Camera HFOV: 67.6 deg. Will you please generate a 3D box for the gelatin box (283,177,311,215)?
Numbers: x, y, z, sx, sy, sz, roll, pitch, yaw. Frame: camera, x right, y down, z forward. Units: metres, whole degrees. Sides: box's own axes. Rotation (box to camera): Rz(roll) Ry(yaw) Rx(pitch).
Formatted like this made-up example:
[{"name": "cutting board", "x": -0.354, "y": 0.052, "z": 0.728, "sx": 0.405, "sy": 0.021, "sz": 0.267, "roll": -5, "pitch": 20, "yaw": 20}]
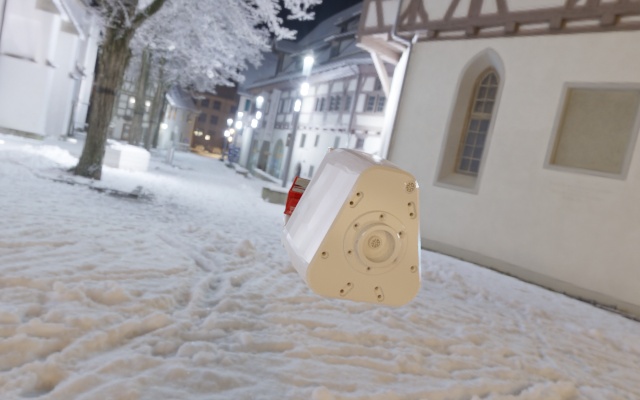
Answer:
[{"name": "gelatin box", "x": 0.000, "y": 0.001, "z": 0.545, "sx": 0.073, "sy": 0.030, "sz": 0.089, "roll": 14, "pitch": 13, "yaw": -1}]
